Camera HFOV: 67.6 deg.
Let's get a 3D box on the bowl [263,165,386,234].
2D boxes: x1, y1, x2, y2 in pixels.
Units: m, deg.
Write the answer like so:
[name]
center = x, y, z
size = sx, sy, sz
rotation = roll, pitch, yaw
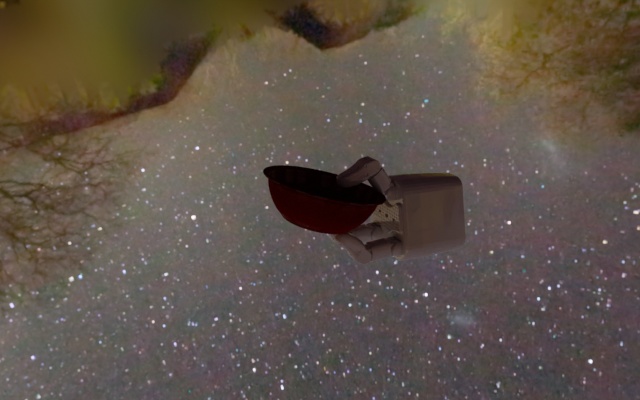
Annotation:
[bowl]
center = -0.001, 0.002, 0.620
size = 0.162, 0.055, 0.162
rotation = 13, 14, -3
